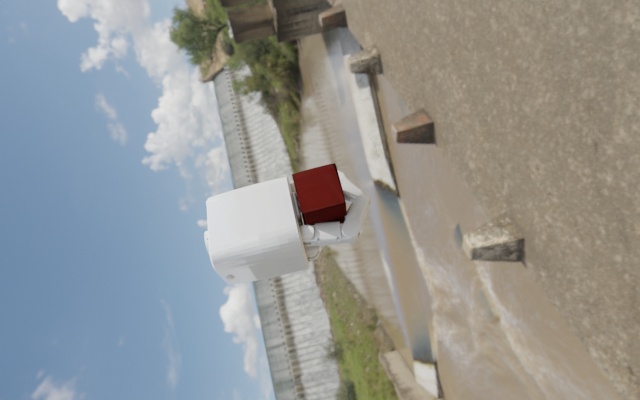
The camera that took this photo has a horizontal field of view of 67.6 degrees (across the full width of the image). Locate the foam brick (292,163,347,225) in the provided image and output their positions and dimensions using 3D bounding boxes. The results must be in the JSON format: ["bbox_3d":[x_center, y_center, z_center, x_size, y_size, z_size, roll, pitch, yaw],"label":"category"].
[{"bbox_3d":[0.000,0.002,0.558,0.051,0.053,0.078,-13,-25,-2],"label":"foam brick"}]
